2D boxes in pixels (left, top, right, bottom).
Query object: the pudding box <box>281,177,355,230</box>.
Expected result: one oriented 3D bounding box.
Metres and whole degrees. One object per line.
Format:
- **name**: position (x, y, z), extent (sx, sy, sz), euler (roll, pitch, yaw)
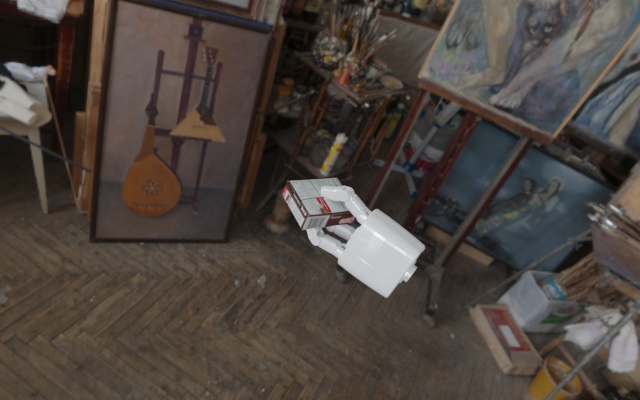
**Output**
- **pudding box**: position (0.000, 0.003, 0.852), extent (0.113, 0.039, 0.090), euler (-4, 47, -35)
